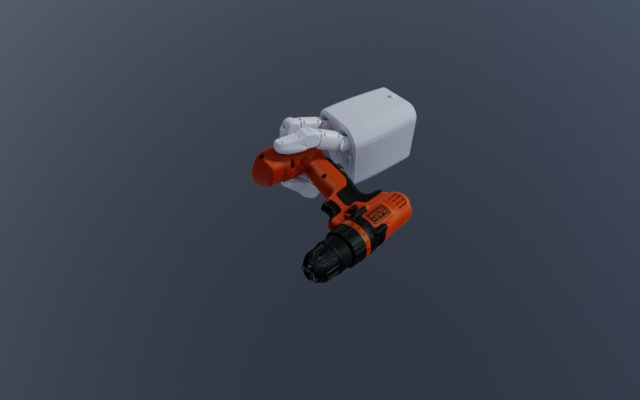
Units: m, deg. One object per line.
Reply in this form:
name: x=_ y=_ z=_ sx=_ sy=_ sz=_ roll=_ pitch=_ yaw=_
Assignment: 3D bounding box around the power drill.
power drill: x=0.000 y=0.002 z=0.608 sx=0.187 sy=0.057 sz=0.184 roll=43 pitch=49 yaw=19
